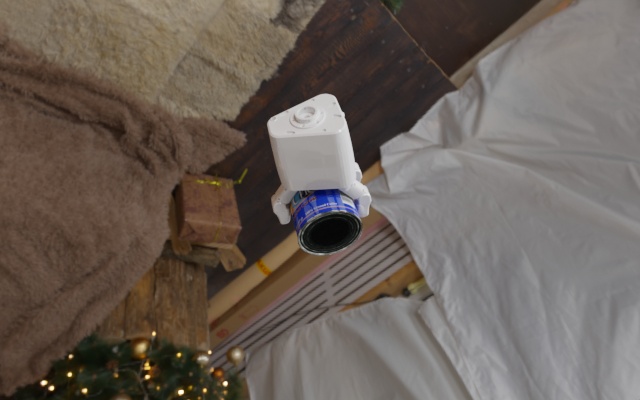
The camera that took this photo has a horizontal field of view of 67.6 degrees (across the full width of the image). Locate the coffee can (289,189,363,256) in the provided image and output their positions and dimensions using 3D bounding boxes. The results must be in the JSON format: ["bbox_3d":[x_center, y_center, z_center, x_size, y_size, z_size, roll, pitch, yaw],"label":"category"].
[{"bbox_3d":[0.000,0.003,0.771,0.103,0.140,0.103,-9,-43,-9],"label":"coffee can"}]
